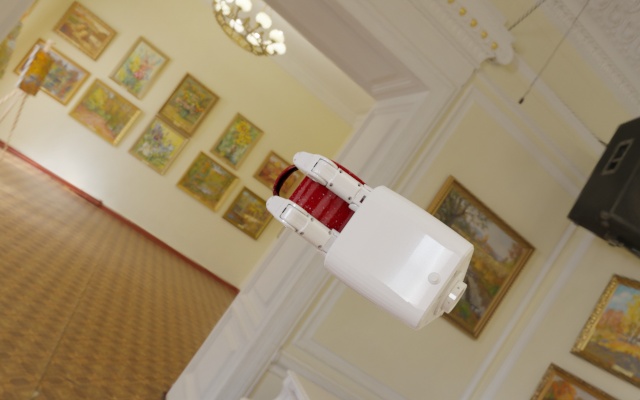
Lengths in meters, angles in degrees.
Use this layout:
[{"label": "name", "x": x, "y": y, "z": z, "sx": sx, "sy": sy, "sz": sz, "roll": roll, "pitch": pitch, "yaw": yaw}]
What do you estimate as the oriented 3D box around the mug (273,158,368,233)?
[{"label": "mug", "x": -0.001, "y": 0.001, "z": 0.524, "sx": 0.117, "sy": 0.081, "sz": 0.093, "roll": 35, "pitch": -5, "yaw": 24}]
